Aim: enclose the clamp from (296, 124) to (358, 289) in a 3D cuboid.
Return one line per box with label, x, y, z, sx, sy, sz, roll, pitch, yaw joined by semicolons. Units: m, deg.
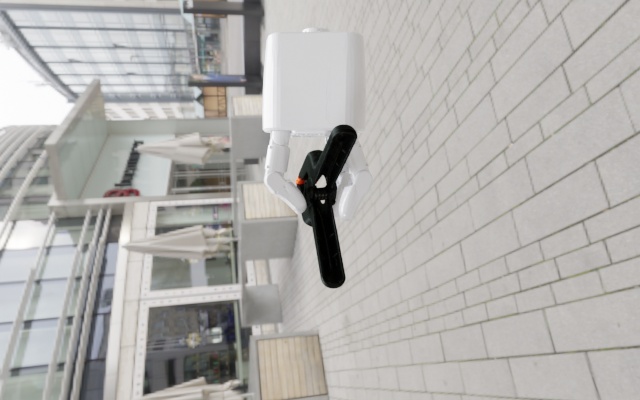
clamp;-0.001;0.002;0.555;0.036;0.164;0.210;3;4;-12
